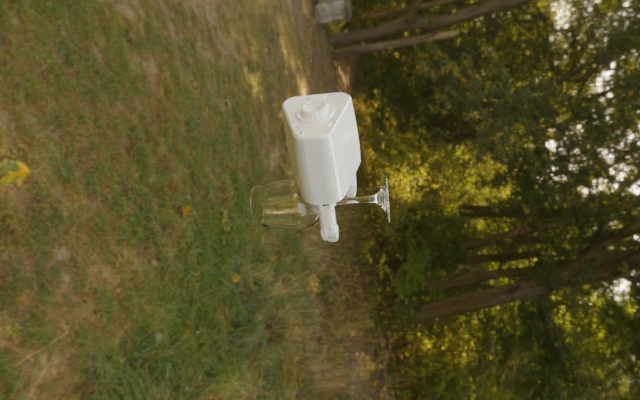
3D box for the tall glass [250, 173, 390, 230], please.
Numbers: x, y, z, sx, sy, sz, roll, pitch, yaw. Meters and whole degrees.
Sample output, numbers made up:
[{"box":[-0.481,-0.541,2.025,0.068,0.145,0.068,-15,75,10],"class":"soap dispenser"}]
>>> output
[{"box":[0.001,0.002,0.709,0.201,0.079,0.079,-4,-1,7],"class":"tall glass"}]
